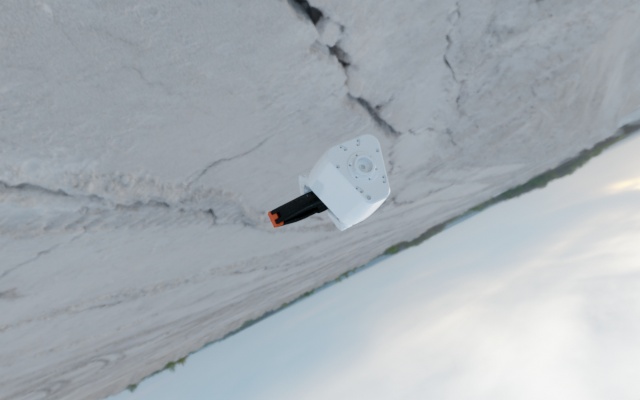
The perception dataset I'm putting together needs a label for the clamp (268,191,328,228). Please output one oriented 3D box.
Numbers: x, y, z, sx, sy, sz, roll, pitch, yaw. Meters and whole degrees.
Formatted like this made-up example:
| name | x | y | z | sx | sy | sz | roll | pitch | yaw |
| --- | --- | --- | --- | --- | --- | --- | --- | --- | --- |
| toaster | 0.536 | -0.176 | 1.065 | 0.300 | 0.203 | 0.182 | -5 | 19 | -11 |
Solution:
| name | x | y | z | sx | sy | sz | roll | pitch | yaw |
| --- | --- | --- | --- | --- | --- | --- | --- | --- | --- |
| clamp | 0.000 | 0.004 | 0.869 | 0.210 | 0.036 | 0.165 | -23 | -12 | -21 |
